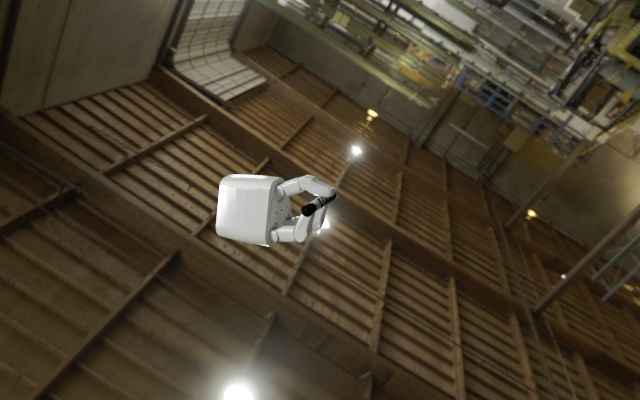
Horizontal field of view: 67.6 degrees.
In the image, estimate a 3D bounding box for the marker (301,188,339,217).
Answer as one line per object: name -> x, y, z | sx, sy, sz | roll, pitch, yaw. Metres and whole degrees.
marker -> 0.000, 0.003, 0.773 | 0.020, 0.020, 0.121 | 0, 15, 24
